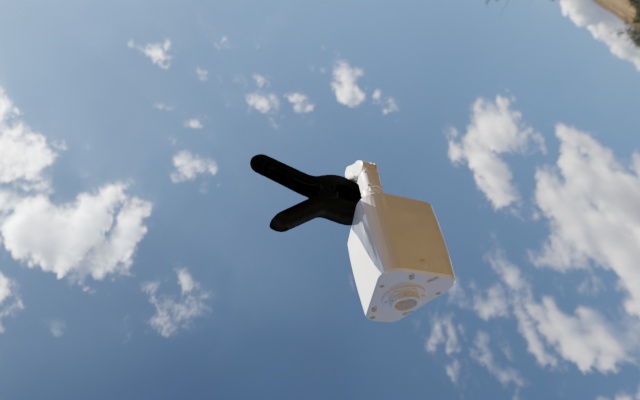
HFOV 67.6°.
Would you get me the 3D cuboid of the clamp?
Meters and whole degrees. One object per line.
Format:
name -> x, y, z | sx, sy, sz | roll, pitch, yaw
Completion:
clamp -> 0.000, 0.002, 0.579 | 0.171, 0.120, 0.039 | 11, -46, -21
